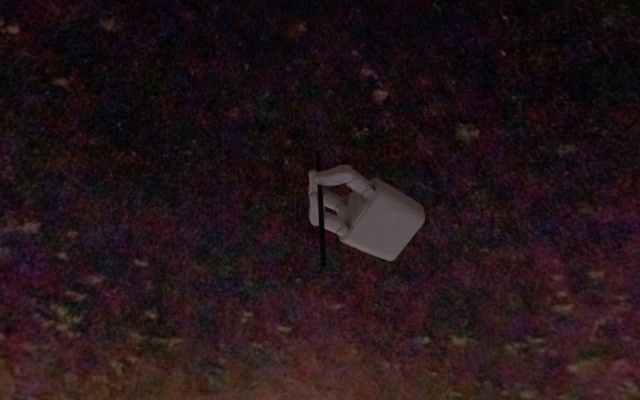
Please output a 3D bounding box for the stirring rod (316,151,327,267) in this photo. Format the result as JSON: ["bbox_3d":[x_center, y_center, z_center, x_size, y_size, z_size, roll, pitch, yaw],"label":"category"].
[{"bbox_3d":[0.000,0.002,0.716,0.011,0.011,0.239,0,43,-3],"label":"stirring rod"}]
